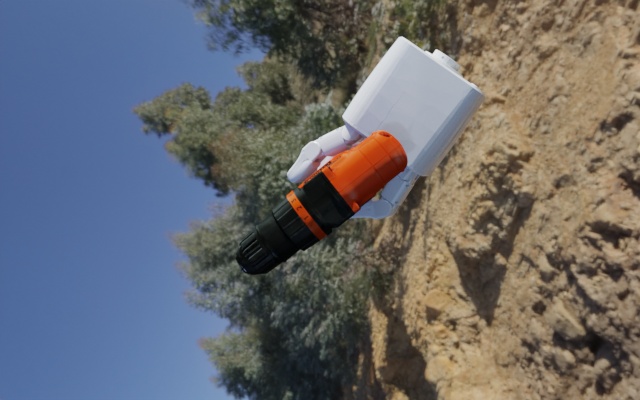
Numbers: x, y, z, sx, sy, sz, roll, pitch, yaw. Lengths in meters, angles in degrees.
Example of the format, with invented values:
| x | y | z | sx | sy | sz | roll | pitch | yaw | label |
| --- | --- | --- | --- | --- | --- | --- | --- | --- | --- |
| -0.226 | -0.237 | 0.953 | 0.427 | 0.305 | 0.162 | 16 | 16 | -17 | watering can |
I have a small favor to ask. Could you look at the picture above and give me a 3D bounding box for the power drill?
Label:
| x | y | z | sx | sy | sz | roll | pitch | yaw | label |
| --- | --- | --- | --- | --- | --- | --- | --- | --- | --- |
| 0.000 | 0.001 | 0.505 | 0.184 | 0.057 | 0.187 | -36 | 4 | 3 | power drill |
